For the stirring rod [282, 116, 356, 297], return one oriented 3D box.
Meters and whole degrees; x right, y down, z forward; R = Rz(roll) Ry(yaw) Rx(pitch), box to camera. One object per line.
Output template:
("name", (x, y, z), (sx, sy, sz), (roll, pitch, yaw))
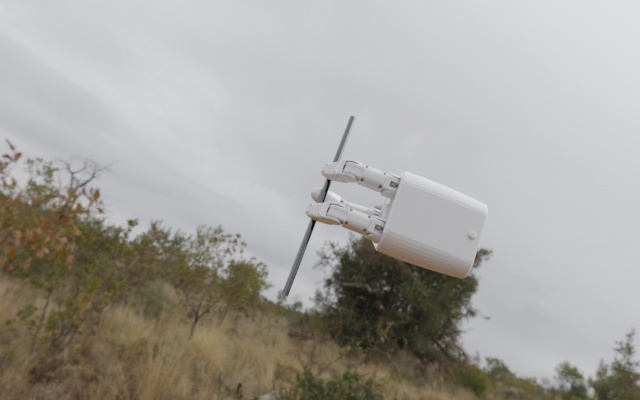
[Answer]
("stirring rod", (0.000, 0.002, 0.586), (0.011, 0.239, 0.011), (20, -14, 5))
